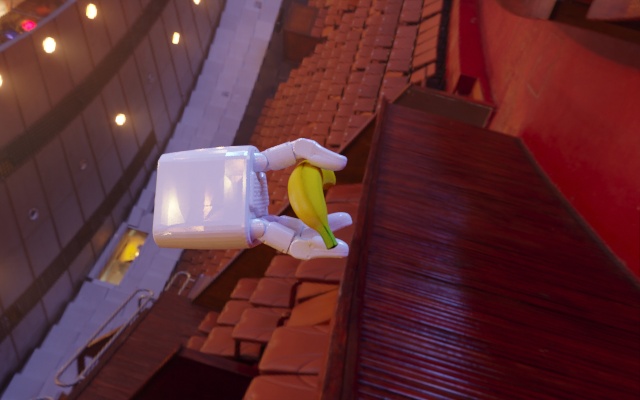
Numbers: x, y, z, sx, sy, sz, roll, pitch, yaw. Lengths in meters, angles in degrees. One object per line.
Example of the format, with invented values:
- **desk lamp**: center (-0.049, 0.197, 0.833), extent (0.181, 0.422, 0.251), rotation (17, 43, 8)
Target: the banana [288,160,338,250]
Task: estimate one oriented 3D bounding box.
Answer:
- **banana**: center (-0.008, -0.013, 0.543), extent (0.037, 0.070, 0.197), rotation (-22, 19, 11)
